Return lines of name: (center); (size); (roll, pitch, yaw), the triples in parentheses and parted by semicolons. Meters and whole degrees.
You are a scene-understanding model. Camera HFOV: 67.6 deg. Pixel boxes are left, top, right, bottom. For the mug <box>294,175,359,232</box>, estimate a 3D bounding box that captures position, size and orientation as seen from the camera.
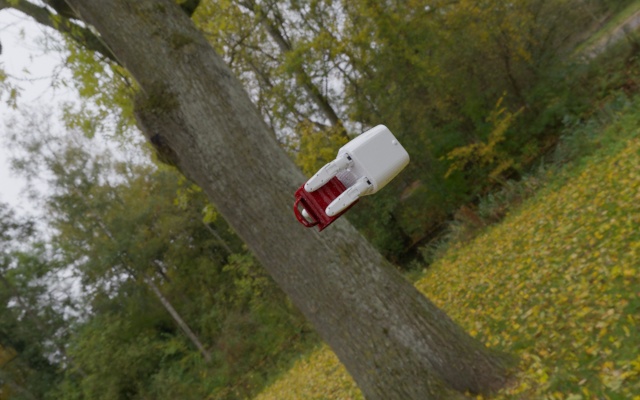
mug: (-0.001, 0.003, 0.847); (0.117, 0.081, 0.093); (-36, -5, -33)
